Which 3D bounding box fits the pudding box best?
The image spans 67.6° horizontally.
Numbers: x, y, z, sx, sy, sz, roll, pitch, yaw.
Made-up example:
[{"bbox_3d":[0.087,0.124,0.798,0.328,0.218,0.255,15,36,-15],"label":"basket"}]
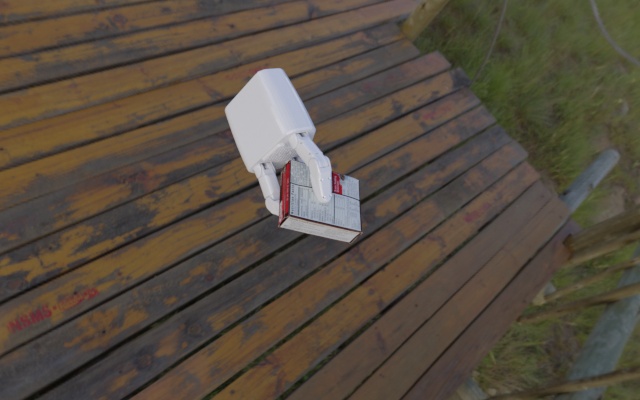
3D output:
[{"bbox_3d":[0.000,0.002,0.649,0.113,0.090,0.039,14,-33,-21],"label":"pudding box"}]
